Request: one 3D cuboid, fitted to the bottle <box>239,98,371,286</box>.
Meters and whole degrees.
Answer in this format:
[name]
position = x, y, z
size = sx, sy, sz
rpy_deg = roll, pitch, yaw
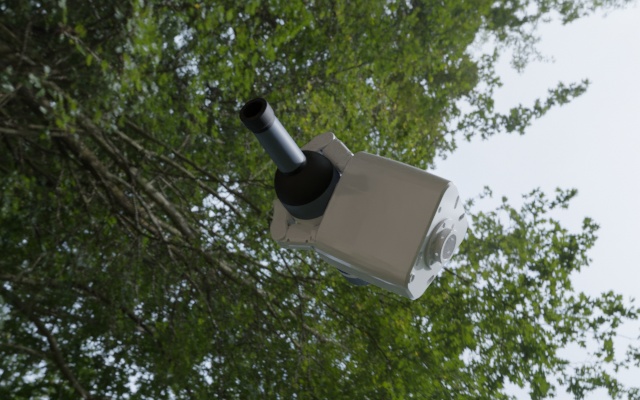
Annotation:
[bottle]
position = 0.000, 0.002, 0.515
size = 0.069, 0.069, 0.296
rpy_deg = 0, -33, 28
